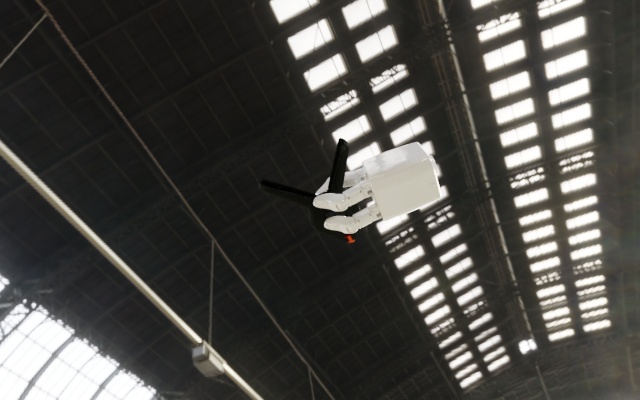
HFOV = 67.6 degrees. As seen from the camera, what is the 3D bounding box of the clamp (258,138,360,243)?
[{"bbox_3d":[0.000,0.003,0.833,0.164,0.210,0.036,-20,38,7],"label":"clamp"}]
